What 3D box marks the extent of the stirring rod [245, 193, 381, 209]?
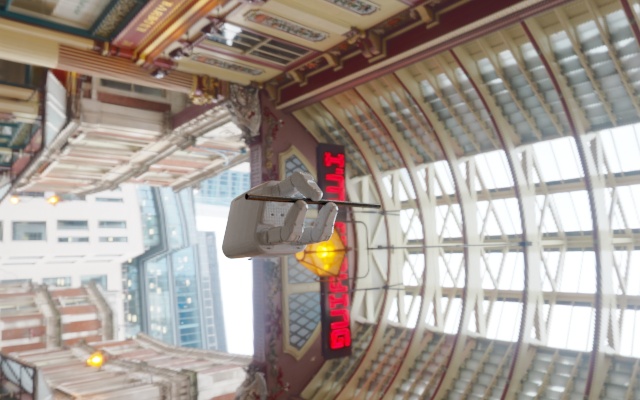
[{"bbox_3d":[0.000,0.002,0.665,0.239,0.011,0.011,4,-3,-41],"label":"stirring rod"}]
